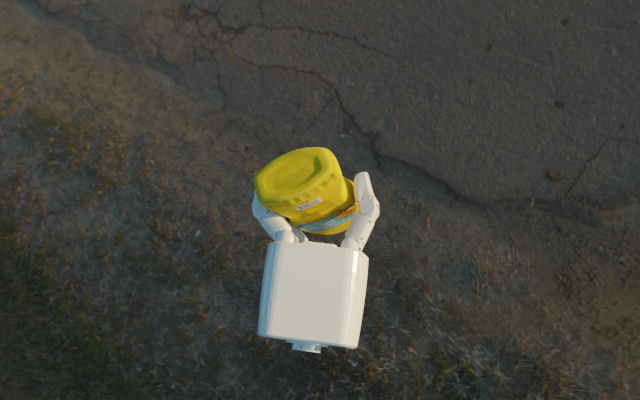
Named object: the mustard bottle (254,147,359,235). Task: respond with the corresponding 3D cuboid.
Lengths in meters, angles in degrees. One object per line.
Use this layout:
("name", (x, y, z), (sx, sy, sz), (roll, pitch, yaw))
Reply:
("mustard bottle", (0.000, 0.002, 0.601), (0.096, 0.058, 0.192), (-23, -26, 12))
